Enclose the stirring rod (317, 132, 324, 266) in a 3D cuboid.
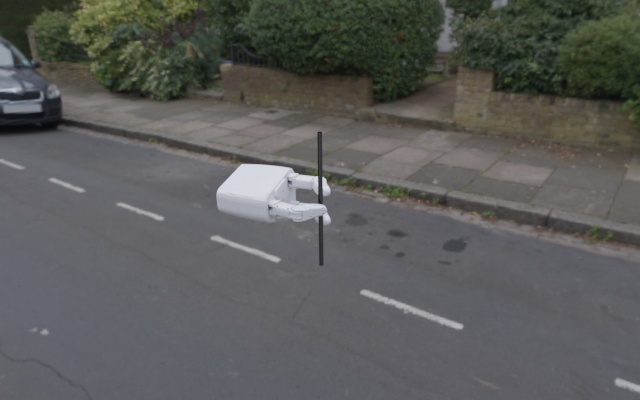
[{"bbox_3d":[0.000,0.003,0.808,0.011,0.240,0.011,-1,21,0],"label":"stirring rod"}]
